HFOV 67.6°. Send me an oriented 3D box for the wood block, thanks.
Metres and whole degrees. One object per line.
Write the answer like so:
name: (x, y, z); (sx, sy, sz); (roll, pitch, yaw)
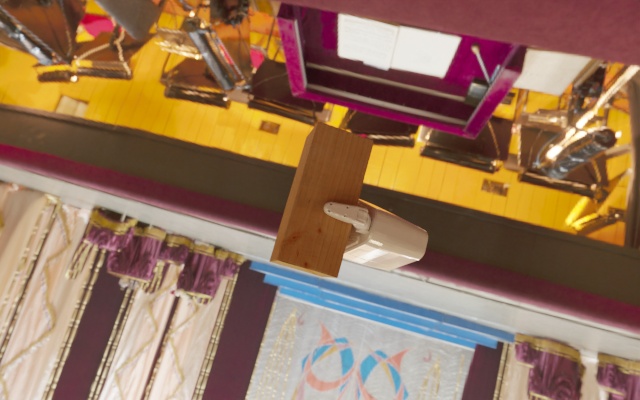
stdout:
wood block: (0.001, 0.003, 0.708); (0.090, 0.206, 0.091); (18, -12, -11)
